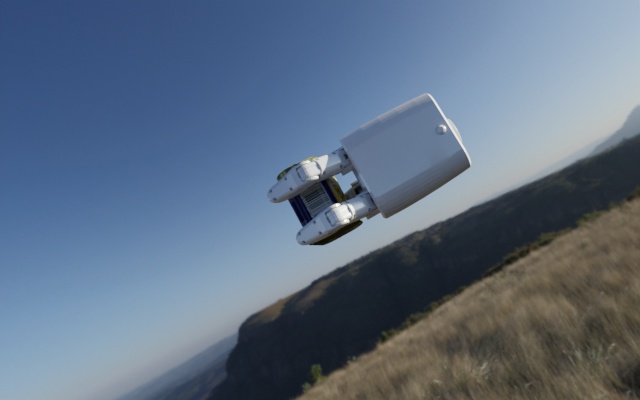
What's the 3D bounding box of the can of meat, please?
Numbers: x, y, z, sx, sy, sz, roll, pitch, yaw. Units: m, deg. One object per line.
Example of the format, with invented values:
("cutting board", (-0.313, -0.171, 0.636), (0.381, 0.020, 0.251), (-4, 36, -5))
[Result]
("can of meat", (0.000, 0.002, 0.550), (0.057, 0.084, 0.102), (-30, -11, 8))
